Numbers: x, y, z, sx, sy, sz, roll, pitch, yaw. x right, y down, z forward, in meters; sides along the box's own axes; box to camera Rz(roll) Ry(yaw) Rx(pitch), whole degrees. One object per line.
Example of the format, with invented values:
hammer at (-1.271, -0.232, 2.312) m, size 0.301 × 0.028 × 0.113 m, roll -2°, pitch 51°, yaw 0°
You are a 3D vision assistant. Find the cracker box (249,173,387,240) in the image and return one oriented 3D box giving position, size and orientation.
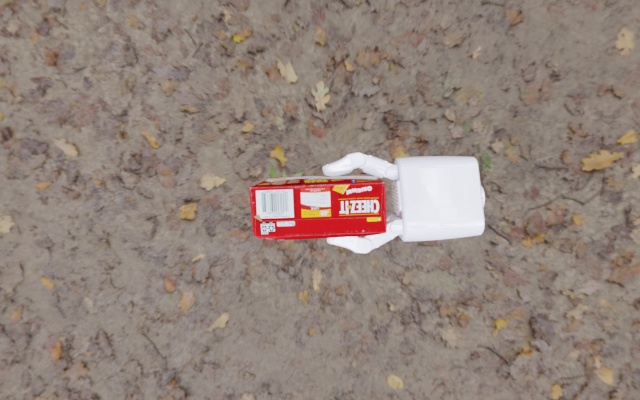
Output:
cracker box at (0.000, 0.002, 0.670) m, size 0.164 × 0.072 × 0.213 m, roll -3°, pitch 5°, yaw 2°
